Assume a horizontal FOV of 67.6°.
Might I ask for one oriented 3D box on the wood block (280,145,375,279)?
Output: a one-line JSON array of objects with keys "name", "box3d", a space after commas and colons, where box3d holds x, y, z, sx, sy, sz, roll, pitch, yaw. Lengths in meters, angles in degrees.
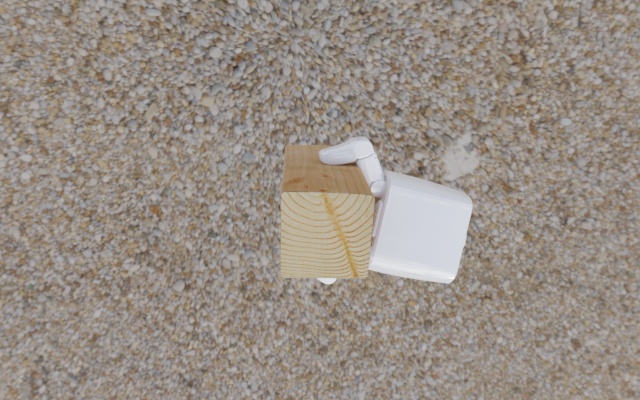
[{"name": "wood block", "box3d": [0.001, 0.002, 0.554, 0.090, 0.091, 0.206, 2, 18, -4]}]
